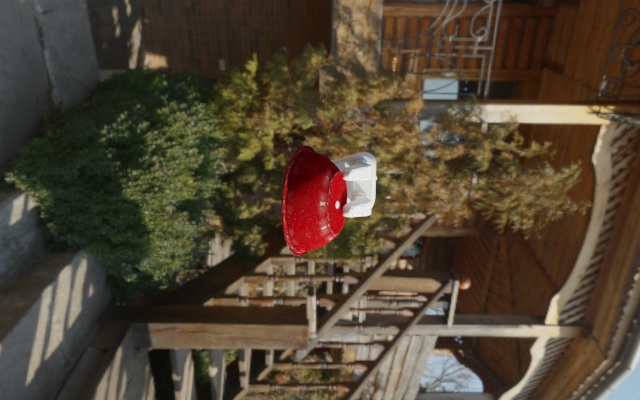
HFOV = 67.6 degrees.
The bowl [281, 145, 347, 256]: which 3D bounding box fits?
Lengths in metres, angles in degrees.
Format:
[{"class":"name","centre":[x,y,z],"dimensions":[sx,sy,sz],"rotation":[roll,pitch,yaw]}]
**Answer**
[{"class":"bowl","centre":[0.000,0.003,0.687],"dimensions":[0.055,0.162,0.162],"rotation":[4,1,20]}]
